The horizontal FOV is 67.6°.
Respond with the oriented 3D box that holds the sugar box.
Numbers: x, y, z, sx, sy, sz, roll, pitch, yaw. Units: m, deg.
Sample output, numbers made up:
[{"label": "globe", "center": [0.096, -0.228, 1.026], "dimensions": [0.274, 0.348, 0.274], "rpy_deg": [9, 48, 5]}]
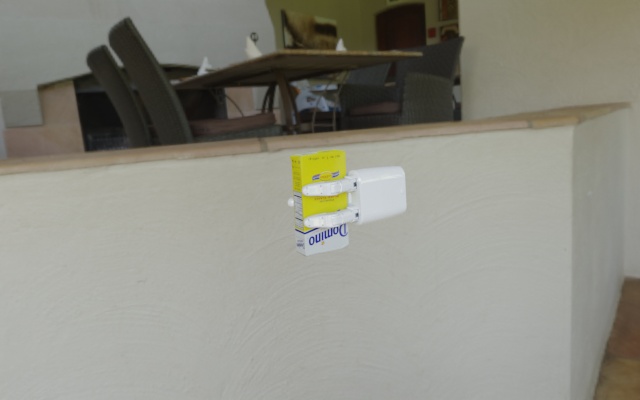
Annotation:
[{"label": "sugar box", "center": [0.001, 0.003, 0.841], "dimensions": [0.093, 0.176, 0.048], "rpy_deg": [-10, 11, -29]}]
